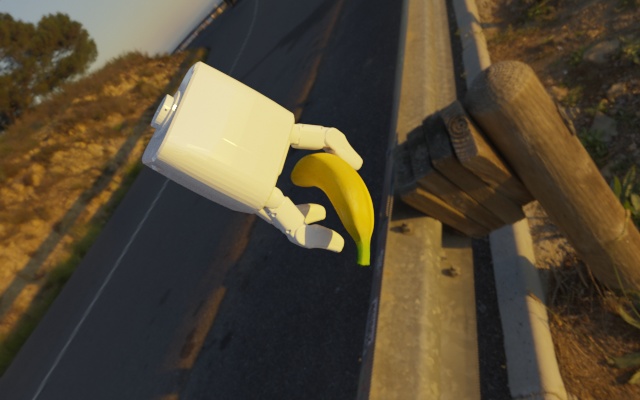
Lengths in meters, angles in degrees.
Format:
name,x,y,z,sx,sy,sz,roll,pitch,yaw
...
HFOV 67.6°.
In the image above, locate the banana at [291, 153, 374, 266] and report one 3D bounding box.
name,x,y,z,sx,sy,sz,roll,pitch,yaw
banana,0.008,-0.013,0.494,0.037,0.070,0.197,14,20,-27
